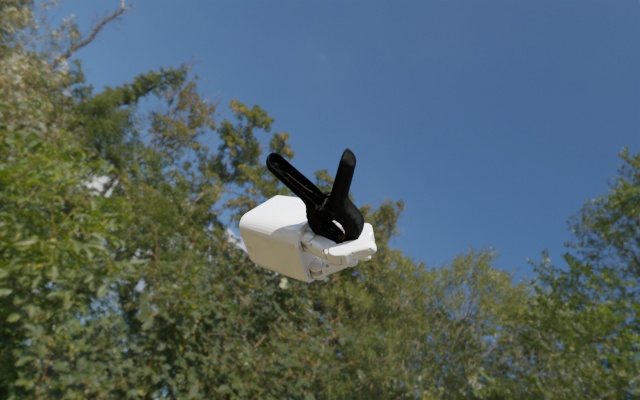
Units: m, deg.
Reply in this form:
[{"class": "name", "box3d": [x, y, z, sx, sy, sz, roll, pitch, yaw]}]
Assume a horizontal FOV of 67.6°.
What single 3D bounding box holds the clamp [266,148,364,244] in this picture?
[{"class": "clamp", "box3d": [0.001, 0.002, 0.608, 0.120, 0.172, 0.039, 12, 45, 30]}]
